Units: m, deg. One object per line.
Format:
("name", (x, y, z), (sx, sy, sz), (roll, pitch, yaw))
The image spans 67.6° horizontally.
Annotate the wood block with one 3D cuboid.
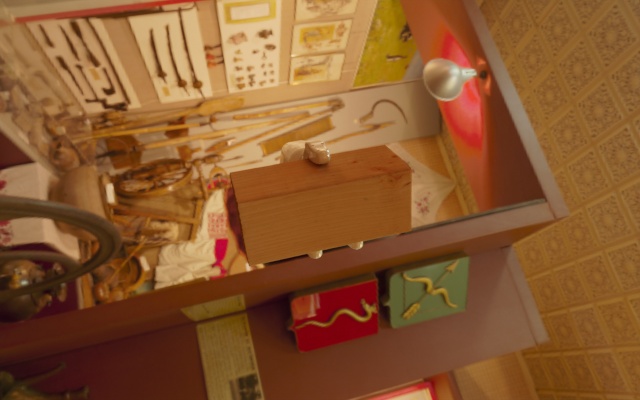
("wood block", (0.000, 0.001, 0.595), (0.206, 0.091, 0.090), (-12, 29, -11))
